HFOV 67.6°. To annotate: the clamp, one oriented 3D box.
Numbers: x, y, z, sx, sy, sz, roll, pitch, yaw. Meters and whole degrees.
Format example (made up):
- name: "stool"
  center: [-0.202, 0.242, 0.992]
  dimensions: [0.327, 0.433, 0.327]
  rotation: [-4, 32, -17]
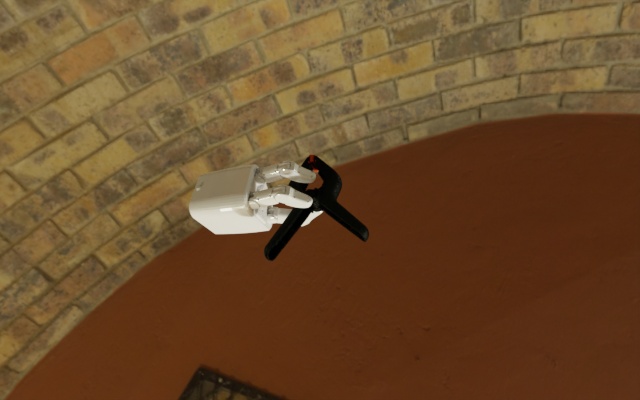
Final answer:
- name: "clamp"
  center: [0.000, 0.003, 0.780]
  dimensions: [0.164, 0.209, 0.036]
  rotation: [-7, -43, 15]
